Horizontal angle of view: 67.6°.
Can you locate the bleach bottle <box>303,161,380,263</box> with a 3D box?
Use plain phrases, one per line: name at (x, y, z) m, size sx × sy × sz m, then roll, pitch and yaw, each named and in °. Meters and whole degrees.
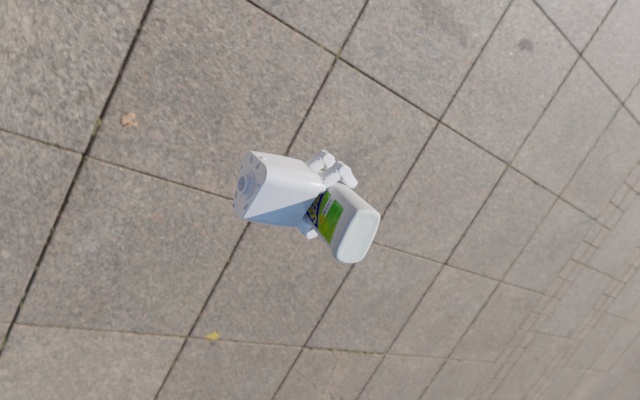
bleach bottle at (0.000, 0.003, 0.848) m, size 0.068 × 0.102 × 0.250 m, roll 10°, pitch 20°, yaw -37°
